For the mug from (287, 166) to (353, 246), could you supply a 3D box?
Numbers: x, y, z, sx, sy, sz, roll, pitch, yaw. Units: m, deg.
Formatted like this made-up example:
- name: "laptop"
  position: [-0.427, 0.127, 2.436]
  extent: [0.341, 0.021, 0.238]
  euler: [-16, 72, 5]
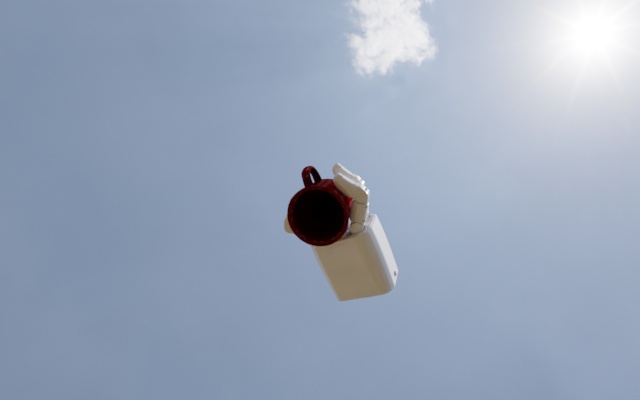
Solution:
- name: "mug"
  position: [0.000, 0.001, 0.731]
  extent: [0.093, 0.117, 0.081]
  euler: [-21, 9, 18]
